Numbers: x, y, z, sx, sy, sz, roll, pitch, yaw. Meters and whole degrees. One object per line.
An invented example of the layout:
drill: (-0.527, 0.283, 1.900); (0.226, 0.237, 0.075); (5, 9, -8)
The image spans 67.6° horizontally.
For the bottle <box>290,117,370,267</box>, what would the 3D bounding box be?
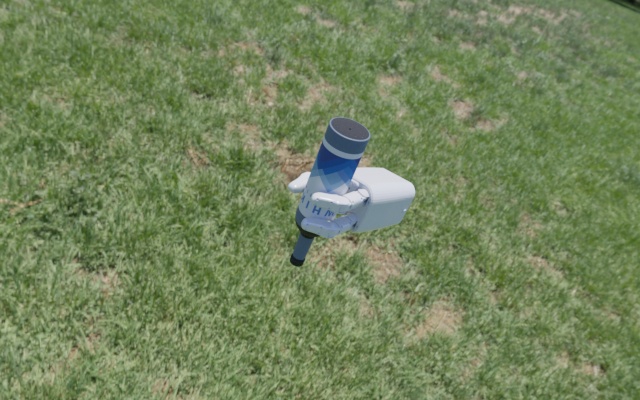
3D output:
bottle: (0.000, 0.002, 0.809); (0.069, 0.296, 0.069); (14, 36, -11)
